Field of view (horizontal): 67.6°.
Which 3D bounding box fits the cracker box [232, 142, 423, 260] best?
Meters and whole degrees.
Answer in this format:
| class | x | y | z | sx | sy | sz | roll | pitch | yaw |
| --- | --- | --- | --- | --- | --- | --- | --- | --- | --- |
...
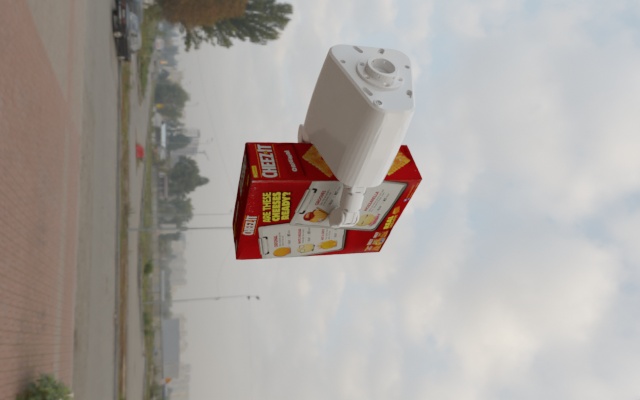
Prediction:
| class | x | y | z | sx | sy | sz | roll | pitch | yaw |
| --- | --- | --- | --- | --- | --- | --- | --- | --- | --- |
| cracker box | 0.000 | 0.002 | 0.626 | 0.214 | 0.072 | 0.164 | -1 | -39 | -18 |
